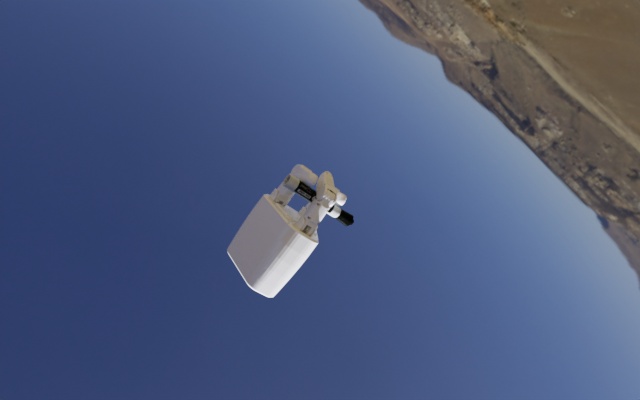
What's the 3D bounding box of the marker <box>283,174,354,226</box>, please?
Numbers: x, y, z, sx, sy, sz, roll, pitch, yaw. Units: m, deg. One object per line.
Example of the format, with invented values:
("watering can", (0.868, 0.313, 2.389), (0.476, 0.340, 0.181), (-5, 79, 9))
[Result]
("marker", (0.000, 0.002, 0.667), (0.121, 0.020, 0.020), (33, -16, -26))
